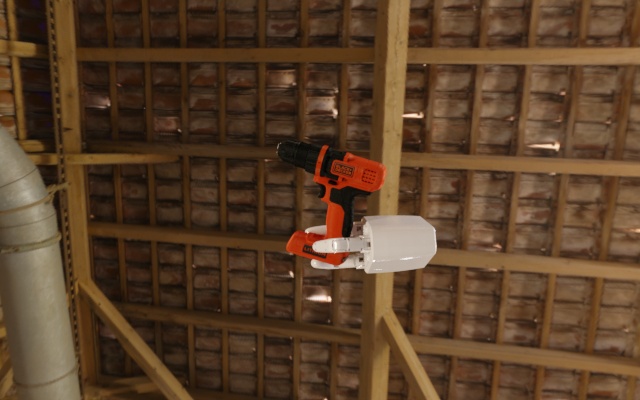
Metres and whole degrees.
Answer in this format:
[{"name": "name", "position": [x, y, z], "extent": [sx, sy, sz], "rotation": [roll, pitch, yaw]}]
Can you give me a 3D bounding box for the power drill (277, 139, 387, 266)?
[{"name": "power drill", "position": [0.000, 0.003, 0.796], "extent": [0.184, 0.188, 0.057], "rotation": [17, 15, 9]}]
